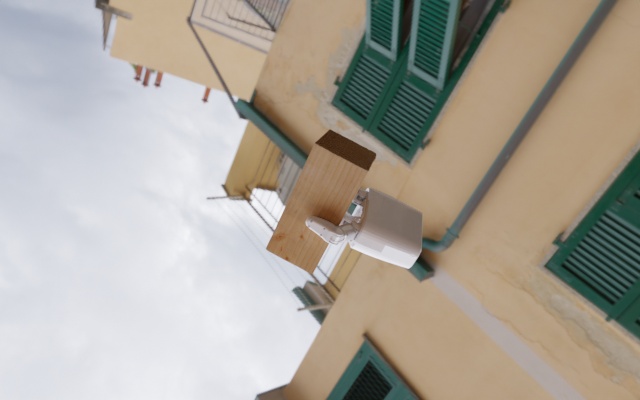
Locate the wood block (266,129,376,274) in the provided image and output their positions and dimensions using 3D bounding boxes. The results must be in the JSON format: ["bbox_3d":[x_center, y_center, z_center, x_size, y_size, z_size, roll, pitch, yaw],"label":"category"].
[{"bbox_3d":[0.000,0.003,0.774,0.090,0.206,0.090,28,26,3],"label":"wood block"}]
